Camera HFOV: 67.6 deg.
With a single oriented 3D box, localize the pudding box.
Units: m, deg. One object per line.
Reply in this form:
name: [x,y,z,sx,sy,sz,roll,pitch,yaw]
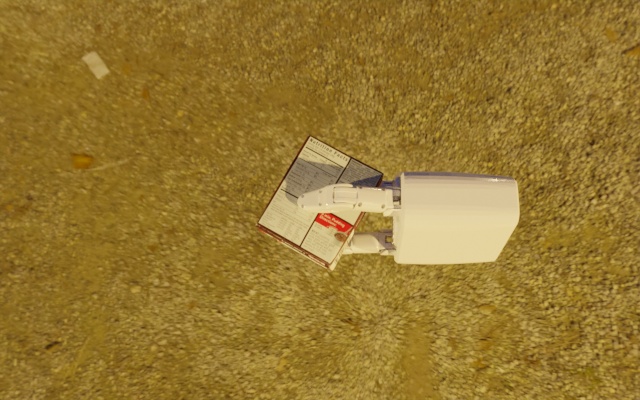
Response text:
pudding box: [0.000,0.002,0.491,0.090,0.113,0.039,29,-12,9]
